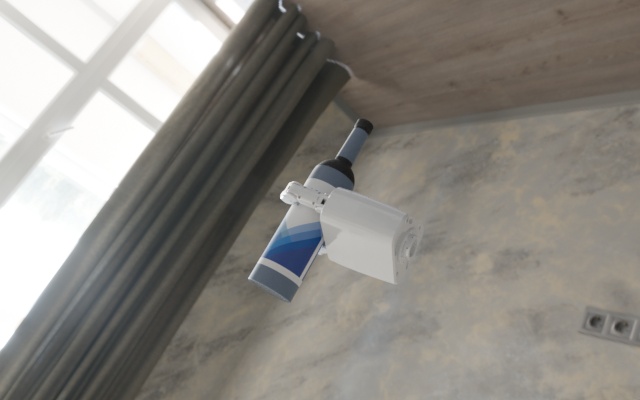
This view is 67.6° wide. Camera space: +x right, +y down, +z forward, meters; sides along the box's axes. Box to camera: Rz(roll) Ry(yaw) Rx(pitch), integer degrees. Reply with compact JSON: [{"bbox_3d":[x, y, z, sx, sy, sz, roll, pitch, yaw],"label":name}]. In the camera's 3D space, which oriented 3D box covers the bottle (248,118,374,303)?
[{"bbox_3d":[0.000,0.002,0.694,0.069,0.295,0.069,27,-18,10],"label":"bottle"}]
